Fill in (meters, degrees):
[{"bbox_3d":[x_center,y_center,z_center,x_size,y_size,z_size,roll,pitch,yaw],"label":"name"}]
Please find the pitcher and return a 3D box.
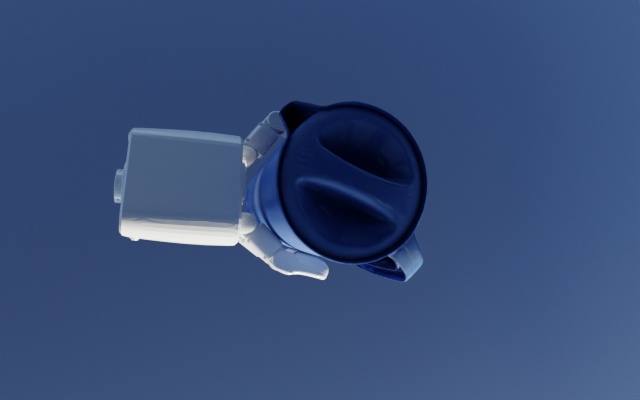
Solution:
[{"bbox_3d":[0.000,0.002,0.496,0.145,0.149,0.243,4,-5,-17],"label":"pitcher"}]
